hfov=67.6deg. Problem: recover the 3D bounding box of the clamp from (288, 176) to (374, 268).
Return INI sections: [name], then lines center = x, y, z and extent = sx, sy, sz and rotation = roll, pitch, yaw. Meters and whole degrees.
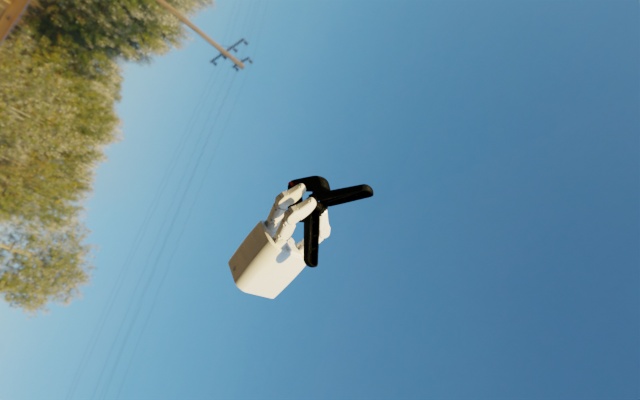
[clamp]
center = 0.000, 0.003, 0.847
extent = 0.036, 0.164, 0.210
rotation = 38, 9, -35
